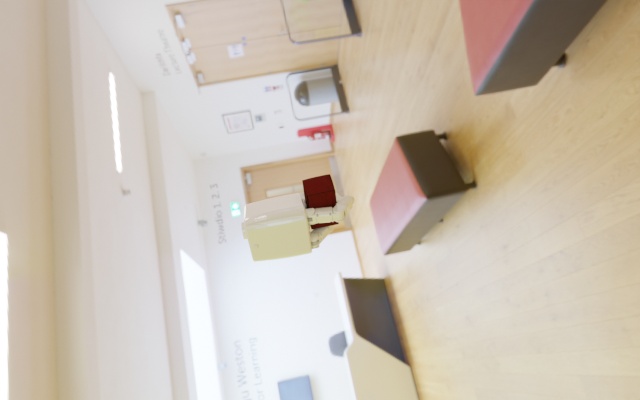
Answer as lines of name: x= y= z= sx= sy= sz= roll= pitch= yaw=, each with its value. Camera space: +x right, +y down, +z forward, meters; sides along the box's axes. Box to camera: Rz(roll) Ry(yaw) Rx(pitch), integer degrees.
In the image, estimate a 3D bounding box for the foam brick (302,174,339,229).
foam brick: x=0.000 y=0.002 z=0.845 sx=0.051 sy=0.078 sz=0.053 roll=-10 pitch=35 yaw=-4
